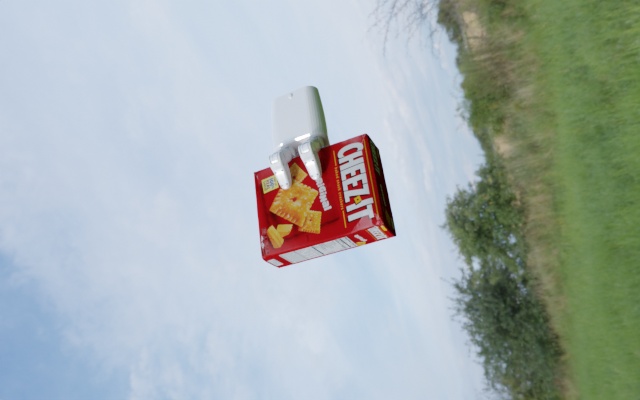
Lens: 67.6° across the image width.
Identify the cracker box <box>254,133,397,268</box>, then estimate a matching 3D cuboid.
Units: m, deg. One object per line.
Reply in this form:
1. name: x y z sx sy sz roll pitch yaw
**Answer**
1. cracker box: 0.000 0.003 0.784 0.214 0.164 0.072 -18 -27 20
